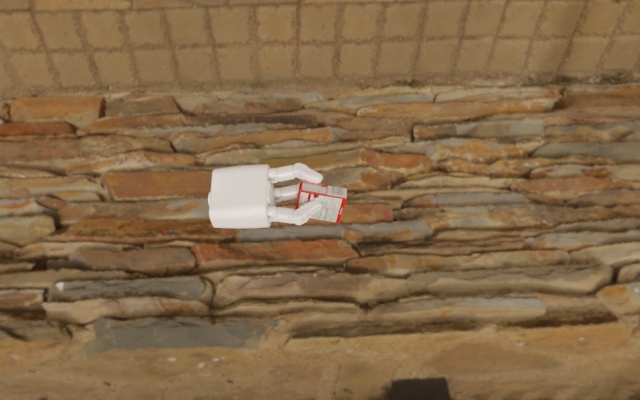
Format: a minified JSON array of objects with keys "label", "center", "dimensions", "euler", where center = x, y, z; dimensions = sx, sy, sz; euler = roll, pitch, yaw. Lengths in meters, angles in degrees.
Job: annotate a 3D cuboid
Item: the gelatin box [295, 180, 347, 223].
[{"label":"gelatin box","center":[0.000,0.003,0.892],"dimensions":[0.089,0.030,0.073],"euler":[10,-43,-3]}]
